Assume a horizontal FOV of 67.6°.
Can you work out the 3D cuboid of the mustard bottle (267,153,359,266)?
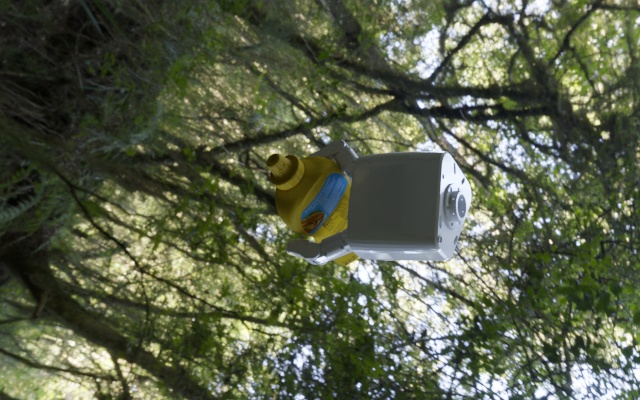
[{"bbox_3d":[0.000,0.002,0.585,0.058,0.096,0.192,30,-8,46],"label":"mustard bottle"}]
